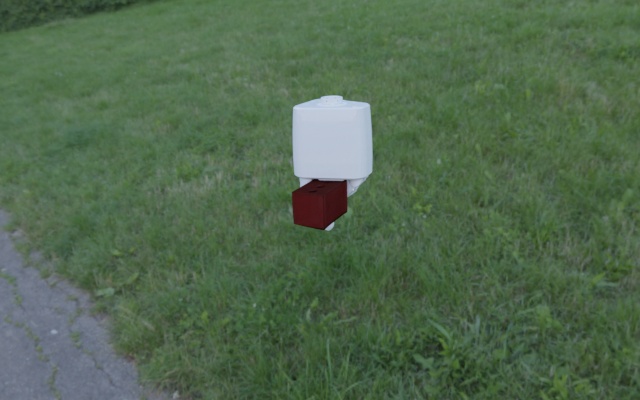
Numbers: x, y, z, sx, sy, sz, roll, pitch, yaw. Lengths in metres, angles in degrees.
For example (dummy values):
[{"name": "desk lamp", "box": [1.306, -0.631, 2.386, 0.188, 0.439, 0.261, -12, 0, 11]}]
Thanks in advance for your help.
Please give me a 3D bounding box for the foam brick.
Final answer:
[{"name": "foam brick", "box": [0.000, 0.002, 0.698, 0.053, 0.051, 0.078, 9, 23, 27]}]
